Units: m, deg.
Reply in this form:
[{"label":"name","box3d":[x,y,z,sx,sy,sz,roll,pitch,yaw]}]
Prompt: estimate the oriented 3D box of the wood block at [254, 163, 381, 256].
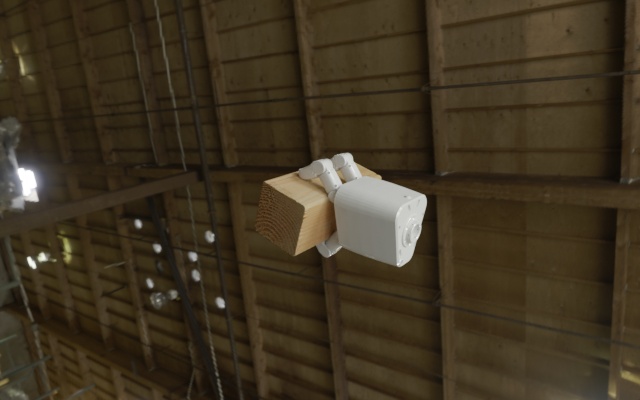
[{"label":"wood block","box3d":[0.000,0.003,0.788,0.090,0.091,0.206,31,31,29]}]
